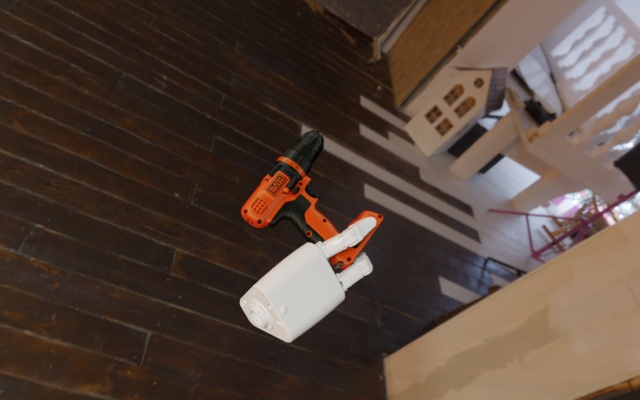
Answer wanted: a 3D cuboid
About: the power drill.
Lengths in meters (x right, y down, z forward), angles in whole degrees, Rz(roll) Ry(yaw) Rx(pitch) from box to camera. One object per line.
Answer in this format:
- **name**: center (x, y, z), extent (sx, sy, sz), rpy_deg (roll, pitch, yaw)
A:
- **power drill**: center (0.000, 0.003, 0.739), extent (0.187, 0.184, 0.057), rpy_deg (36, -17, 4)
